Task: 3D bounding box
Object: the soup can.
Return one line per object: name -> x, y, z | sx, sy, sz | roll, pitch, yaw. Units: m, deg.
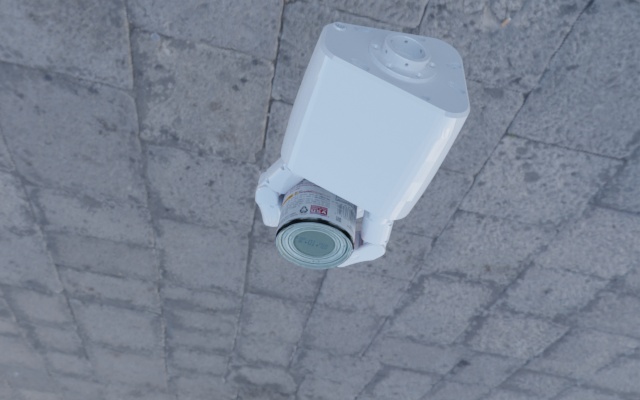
soup can -> 0.000, 0.002, 0.429 | 0.068, 0.102, 0.069 | 4, -42, 4
